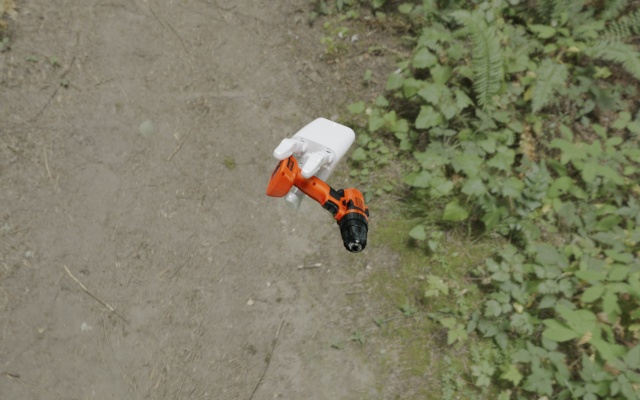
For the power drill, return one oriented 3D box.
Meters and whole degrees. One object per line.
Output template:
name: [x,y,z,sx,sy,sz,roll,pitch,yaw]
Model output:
power drill: [0.000,0.002,0.833,0.188,0.057,0.184,31,22,-14]
